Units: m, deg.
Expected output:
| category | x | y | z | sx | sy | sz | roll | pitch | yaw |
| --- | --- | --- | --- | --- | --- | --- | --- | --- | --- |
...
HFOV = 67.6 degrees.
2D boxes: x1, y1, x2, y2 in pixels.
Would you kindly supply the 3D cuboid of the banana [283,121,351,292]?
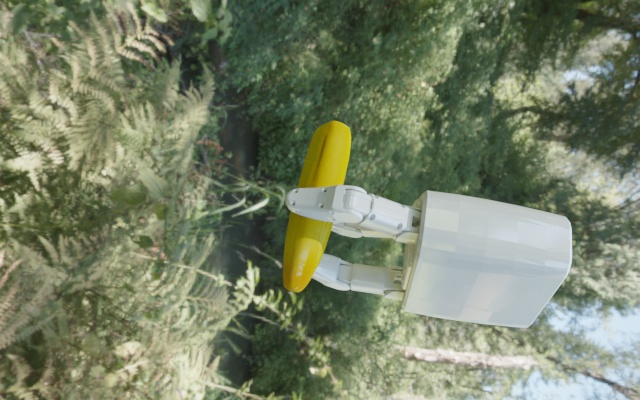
| category | x | y | z | sx | sy | sz | roll | pitch | yaw |
| --- | --- | --- | --- | --- | --- | --- | --- | --- | --- |
| banana | 0.002 | -0.015 | 0.415 | 0.037 | 0.070 | 0.197 | 10 | 42 | 4 |
